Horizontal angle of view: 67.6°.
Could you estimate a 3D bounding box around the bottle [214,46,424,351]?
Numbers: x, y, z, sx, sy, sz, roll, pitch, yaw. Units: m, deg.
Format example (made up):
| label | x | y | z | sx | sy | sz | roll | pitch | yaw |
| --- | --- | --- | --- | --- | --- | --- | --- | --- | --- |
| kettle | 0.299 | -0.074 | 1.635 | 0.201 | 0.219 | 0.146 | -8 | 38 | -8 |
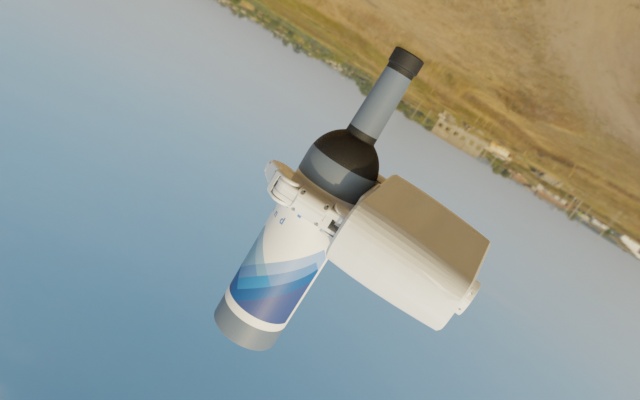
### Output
| label | x | y | z | sx | sy | sz | roll | pitch | yaw |
| --- | --- | --- | --- | --- | --- | --- | --- | --- | --- |
| bottle | 0.000 | 0.002 | 0.430 | 0.069 | 0.296 | 0.069 | 29 | 15 | -8 |
